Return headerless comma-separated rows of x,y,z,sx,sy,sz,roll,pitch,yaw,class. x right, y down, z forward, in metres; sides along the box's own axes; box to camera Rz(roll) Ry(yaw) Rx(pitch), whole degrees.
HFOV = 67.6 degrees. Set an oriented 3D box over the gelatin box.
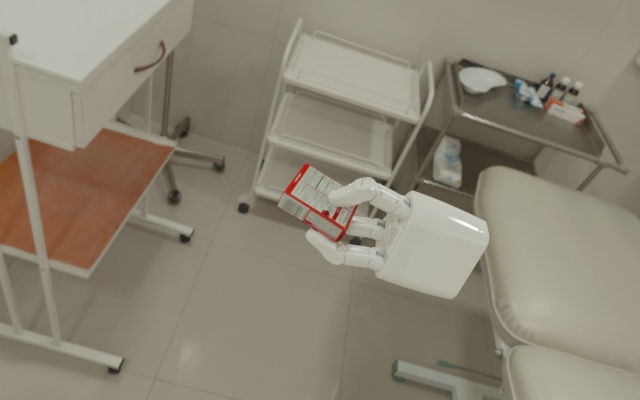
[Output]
0.000,0.001,0.597,0.089,0.030,0.073,32,40,-1,gelatin box
